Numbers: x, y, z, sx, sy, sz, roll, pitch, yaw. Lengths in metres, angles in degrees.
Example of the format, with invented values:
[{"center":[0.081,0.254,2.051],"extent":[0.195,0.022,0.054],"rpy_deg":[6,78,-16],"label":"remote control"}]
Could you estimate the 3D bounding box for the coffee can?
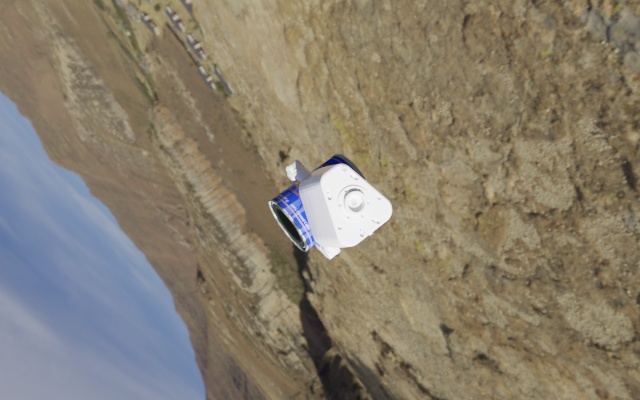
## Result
[{"center":[0.000,0.002,0.795],"extent":[0.140,0.103,0.103],"rpy_deg":[-36,11,-16],"label":"coffee can"}]
